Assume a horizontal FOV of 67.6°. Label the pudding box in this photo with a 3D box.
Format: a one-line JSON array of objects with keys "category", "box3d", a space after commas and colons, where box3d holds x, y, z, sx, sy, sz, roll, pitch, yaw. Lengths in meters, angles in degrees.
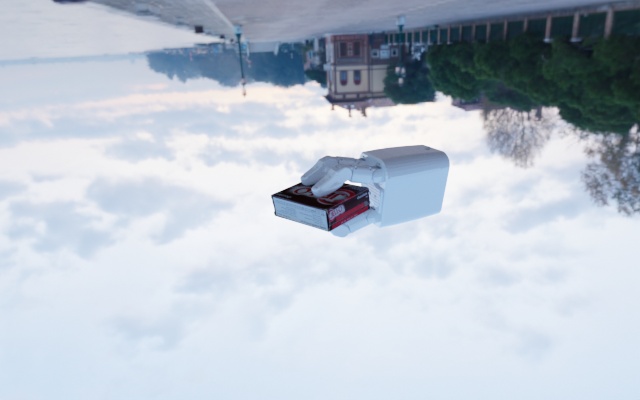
[{"category": "pudding box", "box3d": [0.000, 0.002, 0.680, 0.113, 0.039, 0.090, 11, 26, 42]}]
